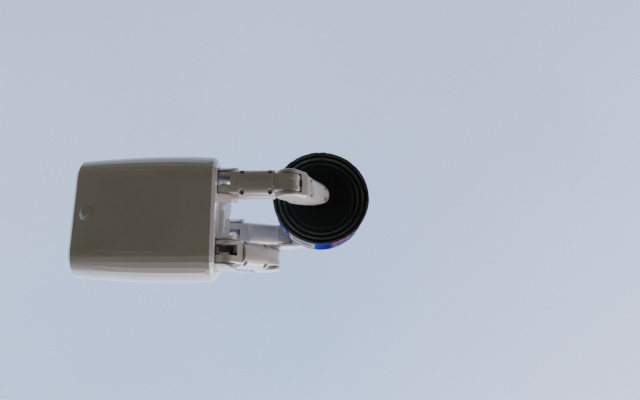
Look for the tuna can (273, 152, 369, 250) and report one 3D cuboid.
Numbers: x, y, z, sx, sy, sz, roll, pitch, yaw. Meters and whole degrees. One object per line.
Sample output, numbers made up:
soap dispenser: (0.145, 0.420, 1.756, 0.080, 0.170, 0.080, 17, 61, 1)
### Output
tuna can: (0.000, 0.002, 0.440, 0.086, 0.086, 0.034, 0, -17, -2)
